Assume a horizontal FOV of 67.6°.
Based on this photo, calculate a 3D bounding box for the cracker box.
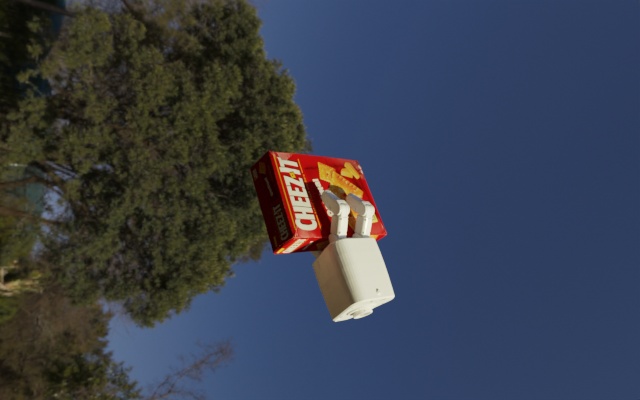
[{"bbox_3d":[0.000,0.003,0.843,0.214,0.164,0.072,2,-30,-41],"label":"cracker box"}]
